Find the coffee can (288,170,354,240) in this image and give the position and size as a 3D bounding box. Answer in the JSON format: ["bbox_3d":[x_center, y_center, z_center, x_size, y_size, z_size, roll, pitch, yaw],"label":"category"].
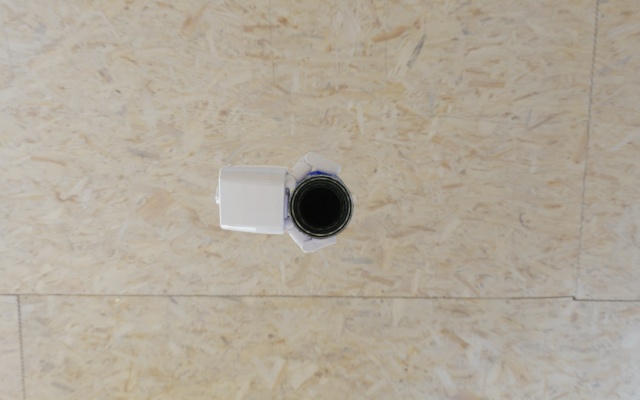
[{"bbox_3d":[0.000,0.003,0.808,0.103,0.103,0.140,0,6,-1],"label":"coffee can"}]
